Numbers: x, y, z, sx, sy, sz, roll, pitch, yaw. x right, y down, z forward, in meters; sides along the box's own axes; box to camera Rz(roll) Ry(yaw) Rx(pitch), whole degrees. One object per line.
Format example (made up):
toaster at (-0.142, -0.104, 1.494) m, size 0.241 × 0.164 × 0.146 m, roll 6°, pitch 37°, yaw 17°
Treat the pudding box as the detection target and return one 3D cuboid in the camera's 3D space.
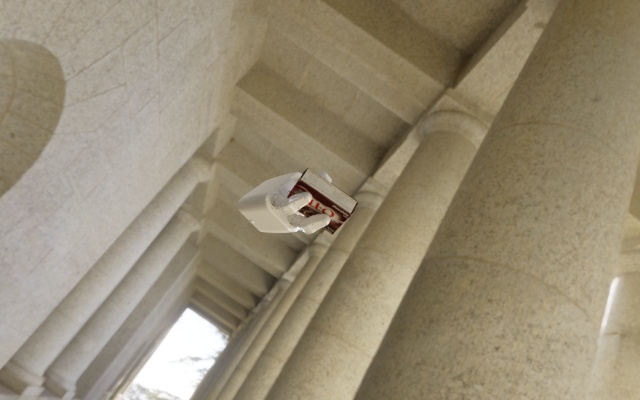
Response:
pudding box at (0.000, 0.003, 0.862) m, size 0.113 × 0.039 × 0.090 m, roll 32°, pitch -33°, yaw -4°
